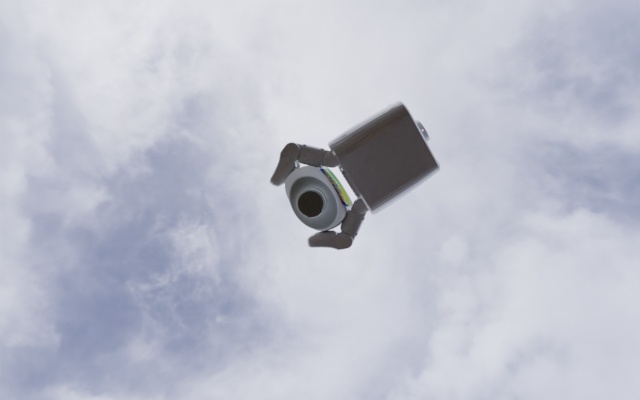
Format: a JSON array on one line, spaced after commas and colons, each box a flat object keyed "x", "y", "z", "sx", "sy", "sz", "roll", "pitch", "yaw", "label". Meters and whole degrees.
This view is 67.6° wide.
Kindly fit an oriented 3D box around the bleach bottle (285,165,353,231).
[{"x": 0.000, "y": 0.002, "z": 0.630, "sx": 0.068, "sy": 0.102, "sz": 0.251, "roll": -32, "pitch": 2, "yaw": 4, "label": "bleach bottle"}]
